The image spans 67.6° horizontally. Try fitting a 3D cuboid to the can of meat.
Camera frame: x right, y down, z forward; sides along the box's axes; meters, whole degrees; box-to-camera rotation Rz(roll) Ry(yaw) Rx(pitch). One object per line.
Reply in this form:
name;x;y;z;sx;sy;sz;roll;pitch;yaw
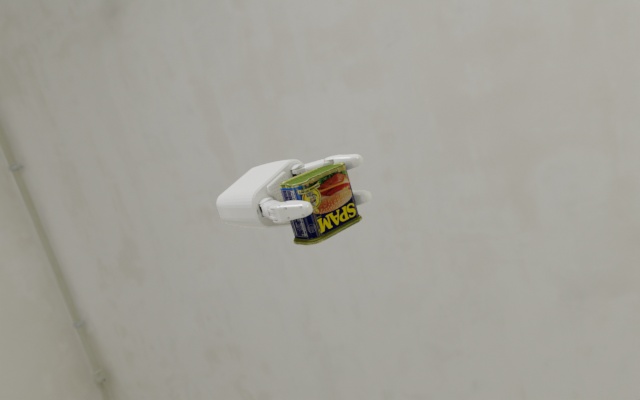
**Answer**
can of meat;0.000;0.002;0.648;0.102;0.084;0.057;-25;15;-36
